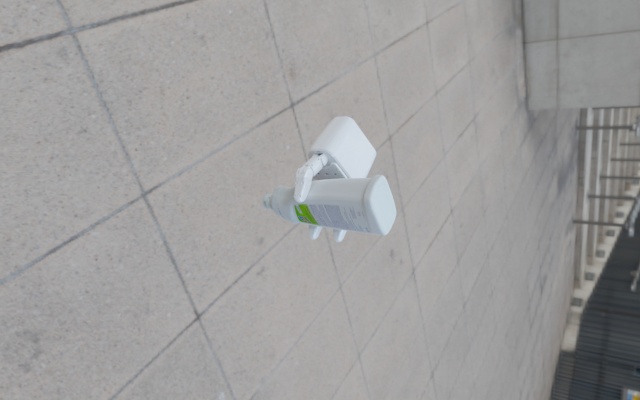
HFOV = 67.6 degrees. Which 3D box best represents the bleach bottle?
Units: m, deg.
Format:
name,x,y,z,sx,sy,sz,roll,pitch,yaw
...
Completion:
name,x,y,z,sx,sy,sz,roll,pitch,yaw
bleach bottle,0.000,0.003,0.835,0.251,0.103,0.068,4,46,33
